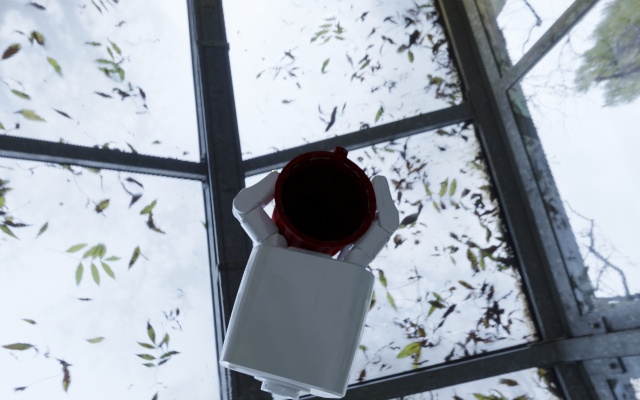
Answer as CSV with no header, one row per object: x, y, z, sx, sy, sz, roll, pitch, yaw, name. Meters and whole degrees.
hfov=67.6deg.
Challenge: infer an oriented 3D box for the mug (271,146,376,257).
0.000,0.000,0.463,0.093,0.117,0.081,20,-25,-5,mug
